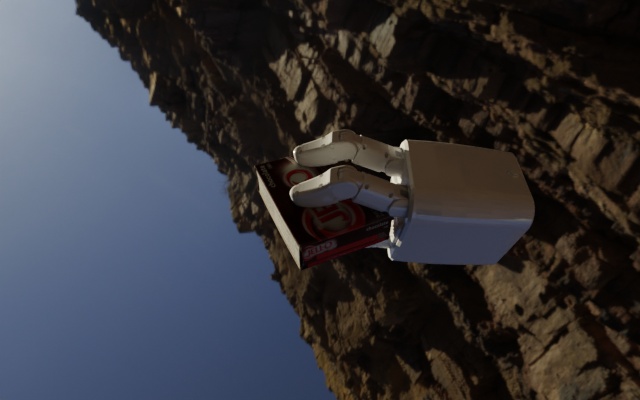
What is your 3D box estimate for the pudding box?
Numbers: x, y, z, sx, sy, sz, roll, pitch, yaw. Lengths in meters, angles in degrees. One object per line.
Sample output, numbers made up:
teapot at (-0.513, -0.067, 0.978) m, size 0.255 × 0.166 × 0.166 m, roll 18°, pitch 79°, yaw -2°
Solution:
pudding box at (0.000, 0.002, 0.441) m, size 0.090 × 0.039 × 0.113 m, roll -17°, pitch 46°, yaw -19°
